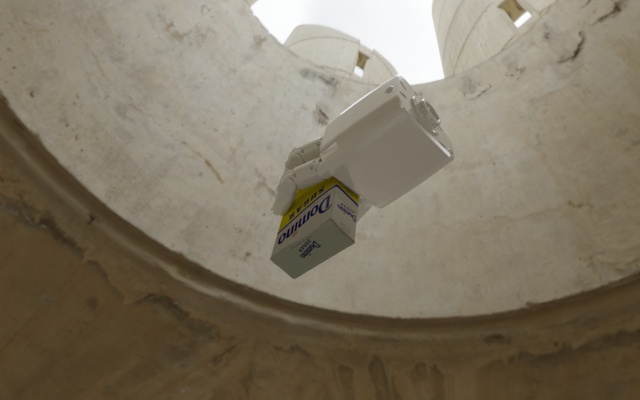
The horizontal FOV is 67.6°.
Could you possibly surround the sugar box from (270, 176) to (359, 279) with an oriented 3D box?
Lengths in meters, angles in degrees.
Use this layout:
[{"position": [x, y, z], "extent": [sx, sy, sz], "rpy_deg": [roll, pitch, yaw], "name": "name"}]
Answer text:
[{"position": [0.000, 0.001, 0.568], "extent": [0.093, 0.048, 0.176], "rpy_deg": [-35, 23, 28], "name": "sugar box"}]
